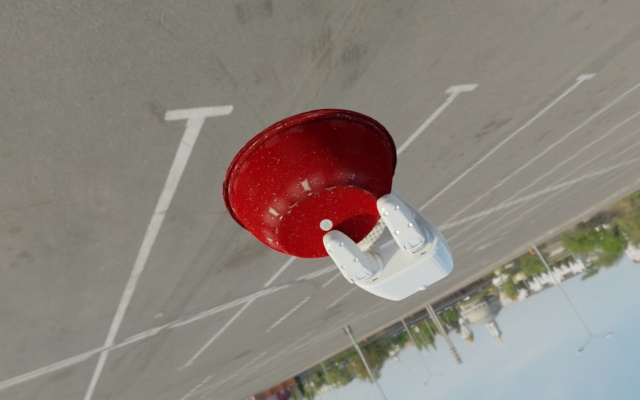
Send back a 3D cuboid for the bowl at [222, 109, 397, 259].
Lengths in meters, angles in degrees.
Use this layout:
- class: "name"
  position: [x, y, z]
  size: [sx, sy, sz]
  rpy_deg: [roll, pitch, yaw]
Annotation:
- class: "bowl"
  position: [-0.001, 0.001, 0.414]
  size: [0.162, 0.055, 0.162]
  rpy_deg: [-12, -40, -10]
